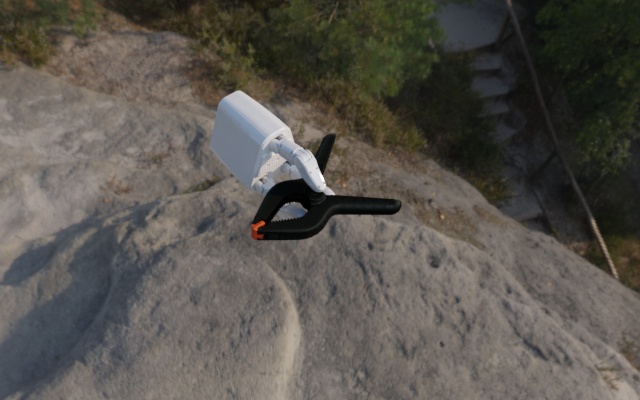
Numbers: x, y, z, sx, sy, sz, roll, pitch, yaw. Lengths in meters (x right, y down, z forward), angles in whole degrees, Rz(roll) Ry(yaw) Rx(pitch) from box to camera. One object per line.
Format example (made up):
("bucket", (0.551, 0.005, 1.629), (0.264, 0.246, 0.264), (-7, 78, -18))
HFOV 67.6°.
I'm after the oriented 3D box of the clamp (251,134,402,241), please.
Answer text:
("clamp", (0.000, 0.002, 0.668), (0.210, 0.164, 0.036), (-37, -24, -28))
